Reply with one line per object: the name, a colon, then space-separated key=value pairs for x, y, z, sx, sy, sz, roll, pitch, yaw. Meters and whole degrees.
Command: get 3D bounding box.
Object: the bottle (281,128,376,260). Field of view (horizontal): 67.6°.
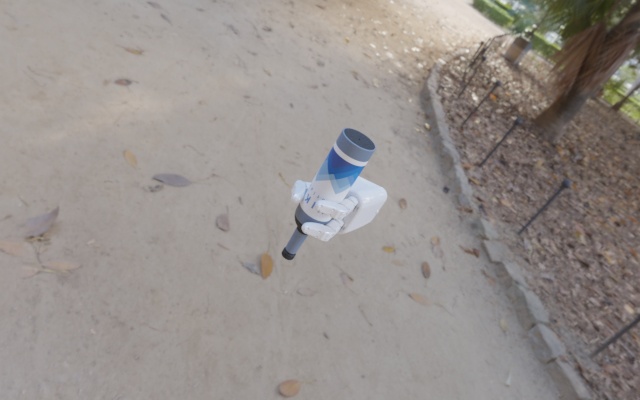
bottle: x=0.000 y=0.003 z=0.895 sx=0.069 sy=0.296 sz=0.069 roll=23 pitch=31 yaw=-15
